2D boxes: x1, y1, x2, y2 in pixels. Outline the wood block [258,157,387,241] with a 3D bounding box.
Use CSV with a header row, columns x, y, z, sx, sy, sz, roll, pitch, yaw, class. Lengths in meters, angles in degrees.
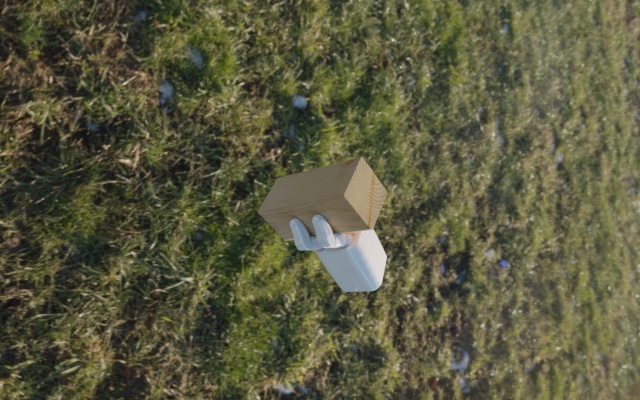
x,y,z,sx,sy,sz,roll,pitch,yaw,class
0.001,0.003,0.848,0.206,0.090,0.090,-11,-50,41,wood block
